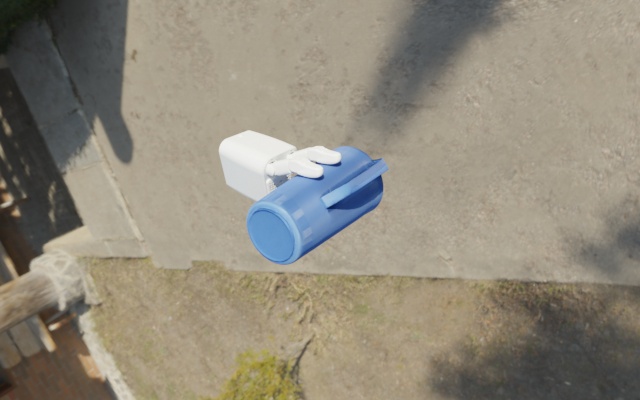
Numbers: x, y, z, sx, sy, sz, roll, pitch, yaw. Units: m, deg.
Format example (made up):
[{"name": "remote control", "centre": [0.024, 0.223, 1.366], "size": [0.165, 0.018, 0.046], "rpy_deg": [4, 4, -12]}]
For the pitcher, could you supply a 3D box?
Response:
[{"name": "pitcher", "centre": [0.000, 0.003, 0.794], "size": [0.145, 0.149, 0.242], "rpy_deg": [25, 36, 25]}]
